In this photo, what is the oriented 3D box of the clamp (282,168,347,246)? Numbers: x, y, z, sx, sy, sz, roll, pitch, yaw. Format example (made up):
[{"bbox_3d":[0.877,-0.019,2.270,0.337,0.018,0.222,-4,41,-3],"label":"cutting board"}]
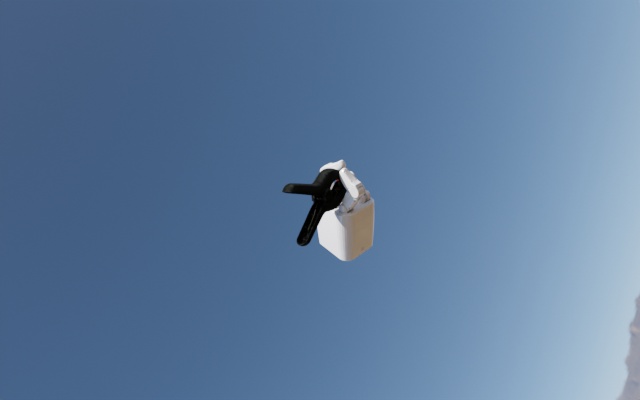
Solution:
[{"bbox_3d":[0.000,0.003,0.863,0.039,0.120,0.171,19,33,37],"label":"clamp"}]
